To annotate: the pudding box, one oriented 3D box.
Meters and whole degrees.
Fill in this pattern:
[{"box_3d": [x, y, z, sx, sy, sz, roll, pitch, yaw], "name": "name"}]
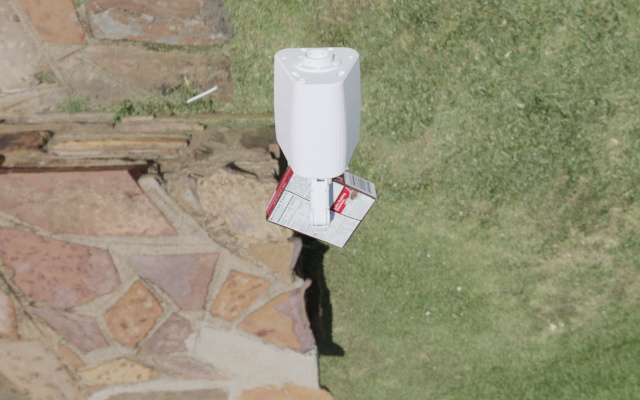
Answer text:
[{"box_3d": [0.000, 0.002, 0.591, 0.113, 0.090, 0.039, 23, 31, -16], "name": "pudding box"}]
